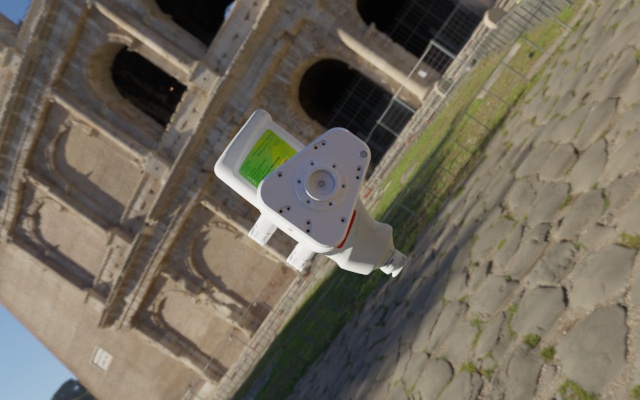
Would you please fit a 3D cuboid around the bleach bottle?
[{"bbox_3d":[0.000,0.002,0.584,0.251,0.102,0.068,35,-8,0],"label":"bleach bottle"}]
